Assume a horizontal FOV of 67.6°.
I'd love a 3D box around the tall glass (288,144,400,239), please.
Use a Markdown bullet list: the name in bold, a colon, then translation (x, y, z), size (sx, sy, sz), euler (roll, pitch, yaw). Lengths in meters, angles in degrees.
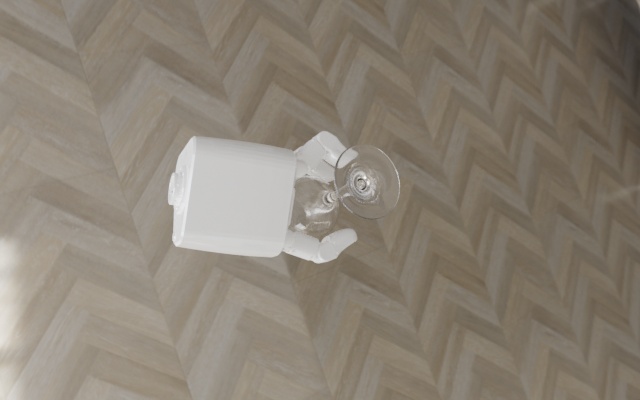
- **tall glass**: translation (0.001, 0.002, 0.542), size (0.079, 0.079, 0.201), euler (0, -12, -27)
